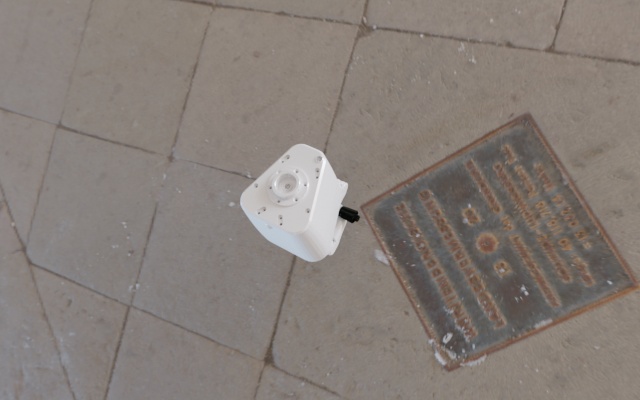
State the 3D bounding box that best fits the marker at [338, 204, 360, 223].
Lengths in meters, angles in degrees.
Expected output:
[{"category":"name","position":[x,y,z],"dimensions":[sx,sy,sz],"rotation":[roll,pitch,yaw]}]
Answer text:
[{"category":"marker","position":[0.000,0.002,0.671],"dimensions":[0.121,0.020,0.020],"rotation":[24,8,20]}]
